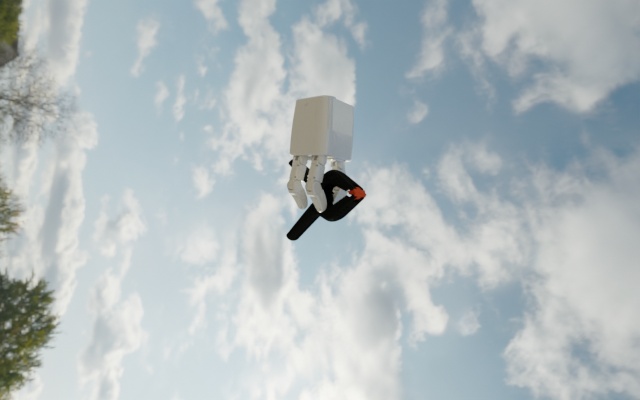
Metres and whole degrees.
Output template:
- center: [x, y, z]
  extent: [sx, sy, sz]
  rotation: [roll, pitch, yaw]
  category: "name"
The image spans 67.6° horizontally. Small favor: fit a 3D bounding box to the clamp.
- center: [0.001, 0.003, 0.894]
  extent: [0.036, 0.164, 0.210]
  rotation: [5, 1, -40]
  category: "clamp"
